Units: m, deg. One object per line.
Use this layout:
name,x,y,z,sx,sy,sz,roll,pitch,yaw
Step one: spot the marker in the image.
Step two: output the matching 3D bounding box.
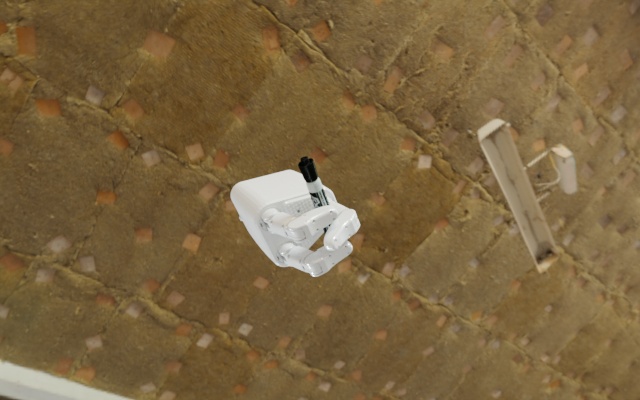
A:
marker,0.000,0.002,0.562,0.020,0.121,0.020,-16,30,9
